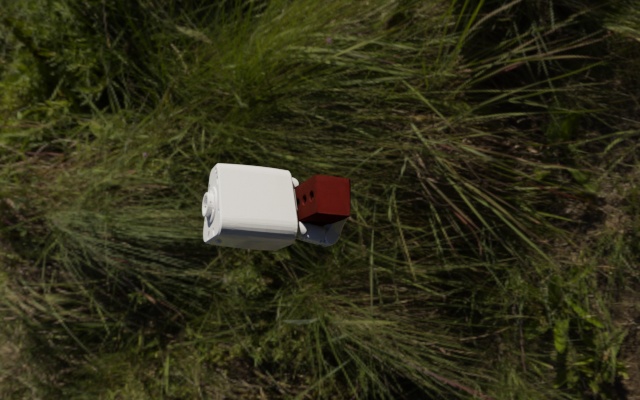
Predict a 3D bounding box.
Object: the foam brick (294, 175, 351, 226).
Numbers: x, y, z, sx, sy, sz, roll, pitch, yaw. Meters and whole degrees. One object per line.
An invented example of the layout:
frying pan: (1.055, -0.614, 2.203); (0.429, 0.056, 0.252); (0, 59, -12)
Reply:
foam brick: (0.000, 0.002, 0.647); (0.051, 0.053, 0.078); (7, -17, -26)
